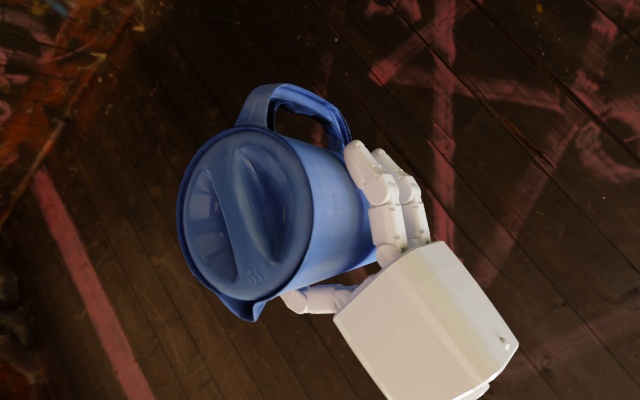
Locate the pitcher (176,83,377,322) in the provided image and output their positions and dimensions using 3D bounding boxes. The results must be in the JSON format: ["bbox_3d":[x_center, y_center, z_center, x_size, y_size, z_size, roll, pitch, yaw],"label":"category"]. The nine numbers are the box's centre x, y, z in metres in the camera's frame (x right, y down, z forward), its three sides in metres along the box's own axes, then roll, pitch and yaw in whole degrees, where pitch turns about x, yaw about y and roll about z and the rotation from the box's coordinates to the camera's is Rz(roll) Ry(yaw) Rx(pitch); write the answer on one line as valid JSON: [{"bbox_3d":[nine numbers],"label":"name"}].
[{"bbox_3d":[0.000,0.002,0.449,0.149,0.145,0.243,-46,-22,23],"label":"pitcher"}]
